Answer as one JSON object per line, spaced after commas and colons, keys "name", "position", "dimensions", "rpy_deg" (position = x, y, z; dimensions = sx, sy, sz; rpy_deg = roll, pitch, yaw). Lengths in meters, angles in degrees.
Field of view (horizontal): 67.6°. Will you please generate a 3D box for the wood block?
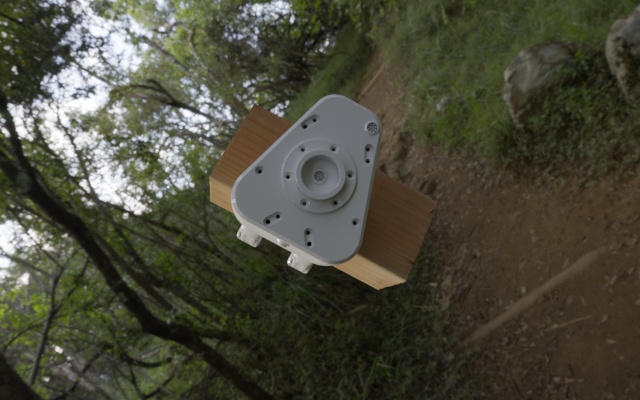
{"name": "wood block", "position": [0.000, 0.001, 0.492], "dimensions": [0.206, 0.090, 0.090], "rpy_deg": [28, -19, -3]}
